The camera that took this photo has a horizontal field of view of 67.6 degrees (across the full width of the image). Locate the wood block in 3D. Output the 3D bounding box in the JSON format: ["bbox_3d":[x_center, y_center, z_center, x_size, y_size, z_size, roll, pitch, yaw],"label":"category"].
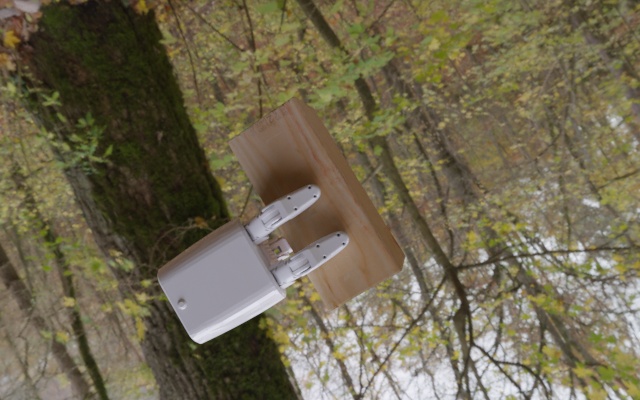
[{"bbox_3d":[0.000,0.002,0.527,0.090,0.206,0.091,-32,-4,11],"label":"wood block"}]
